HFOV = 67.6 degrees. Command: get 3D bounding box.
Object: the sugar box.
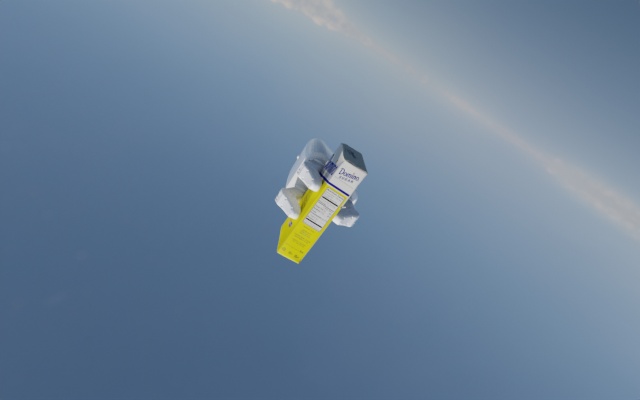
[{"bbox_3d":[0.000,0.002,0.720,0.048,0.176,0.093,29,19,-12],"label":"sugar box"}]
